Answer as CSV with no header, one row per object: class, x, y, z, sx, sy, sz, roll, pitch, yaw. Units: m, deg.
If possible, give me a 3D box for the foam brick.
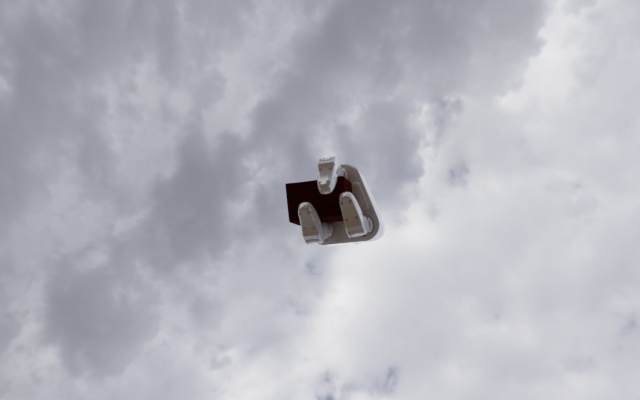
foam brick,0.000,0.002,0.626,0.078,0.053,0.051,-7,-9,14
